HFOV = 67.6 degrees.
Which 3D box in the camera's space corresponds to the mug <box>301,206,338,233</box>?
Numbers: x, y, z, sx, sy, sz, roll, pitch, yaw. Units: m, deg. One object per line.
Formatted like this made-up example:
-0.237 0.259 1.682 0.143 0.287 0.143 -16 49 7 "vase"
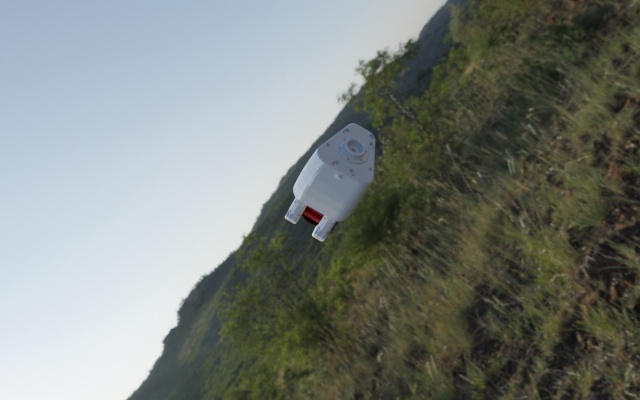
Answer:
-0.001 0.003 0.844 0.081 0.093 0.117 31 -41 -2 "mug"
